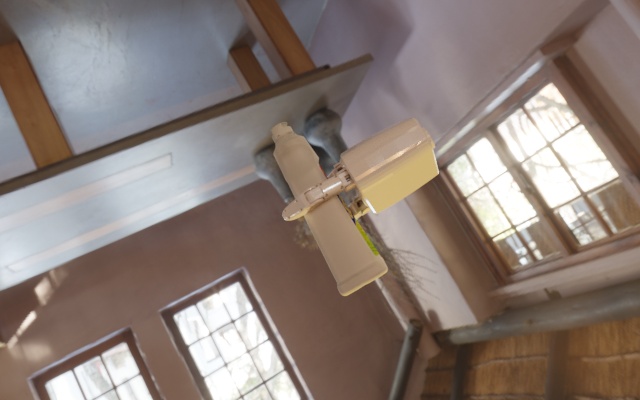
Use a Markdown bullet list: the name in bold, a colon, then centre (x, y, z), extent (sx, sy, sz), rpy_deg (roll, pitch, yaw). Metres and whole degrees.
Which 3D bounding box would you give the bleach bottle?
- **bleach bottle**: centre (0.000, 0.002, 0.649), extent (0.068, 0.251, 0.102), rpy_deg (-31, -10, 6)
